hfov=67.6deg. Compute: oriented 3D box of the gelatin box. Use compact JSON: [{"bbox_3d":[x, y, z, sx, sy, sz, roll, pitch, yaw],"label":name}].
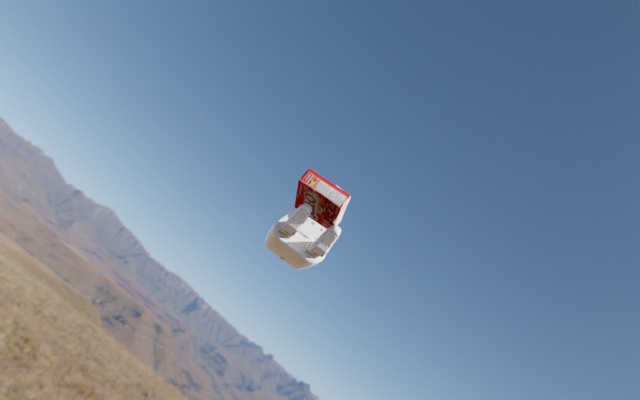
[{"bbox_3d":[0.000,0.002,0.703,0.073,0.030,0.089,34,-27,9],"label":"gelatin box"}]
